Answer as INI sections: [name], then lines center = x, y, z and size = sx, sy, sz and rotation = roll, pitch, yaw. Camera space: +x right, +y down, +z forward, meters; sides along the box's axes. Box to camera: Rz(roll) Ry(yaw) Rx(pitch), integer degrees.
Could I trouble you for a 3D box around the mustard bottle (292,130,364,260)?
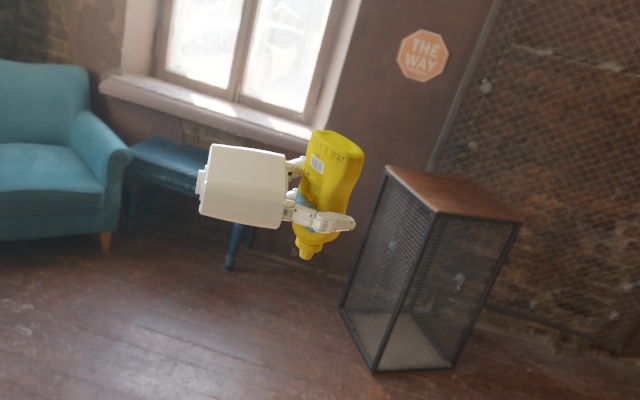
[mustard bottle]
center = 0.000, 0.002, 0.691
size = 0.058, 0.192, 0.096
rotation = -2, 30, -36
